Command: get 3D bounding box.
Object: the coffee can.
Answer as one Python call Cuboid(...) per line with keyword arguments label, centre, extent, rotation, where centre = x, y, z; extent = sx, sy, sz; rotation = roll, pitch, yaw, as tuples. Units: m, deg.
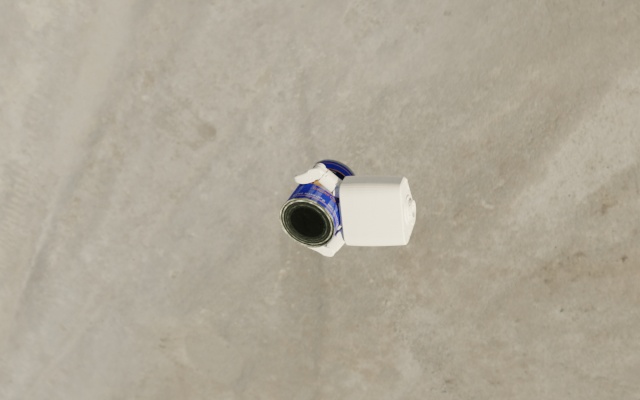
Cuboid(label="coffee can", centre=(0.000, 0.003, 0.862), extent=(0.103, 0.103, 0.140), rotation=(0, 32, 24))
